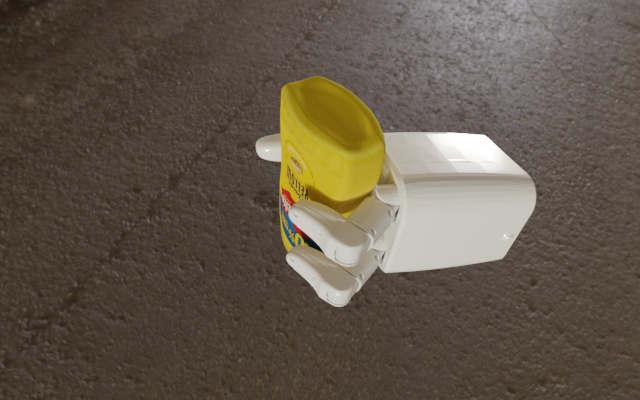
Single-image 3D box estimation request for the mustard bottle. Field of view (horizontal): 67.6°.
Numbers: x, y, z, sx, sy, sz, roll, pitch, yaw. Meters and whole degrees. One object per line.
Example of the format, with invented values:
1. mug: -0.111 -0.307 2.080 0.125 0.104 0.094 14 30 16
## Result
1. mustard bottle: 0.000 0.001 0.400 0.058 0.192 0.096 -23 54 -24
